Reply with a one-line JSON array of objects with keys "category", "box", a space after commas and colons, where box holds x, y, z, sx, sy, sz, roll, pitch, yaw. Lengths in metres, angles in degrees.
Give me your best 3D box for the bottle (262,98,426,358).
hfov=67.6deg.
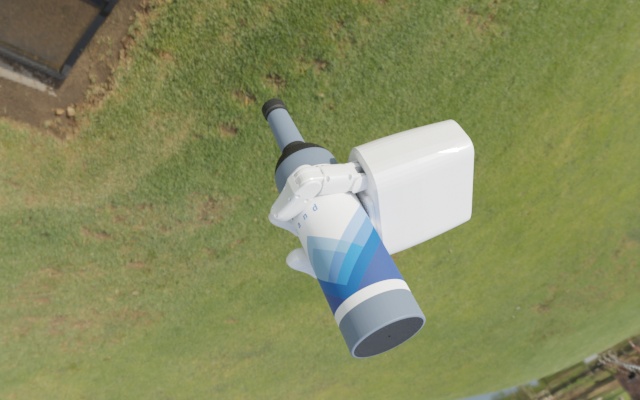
[{"category": "bottle", "box": [0.000, 0.002, 0.464, 0.069, 0.295, 0.069, -18, -35, -13]}]
